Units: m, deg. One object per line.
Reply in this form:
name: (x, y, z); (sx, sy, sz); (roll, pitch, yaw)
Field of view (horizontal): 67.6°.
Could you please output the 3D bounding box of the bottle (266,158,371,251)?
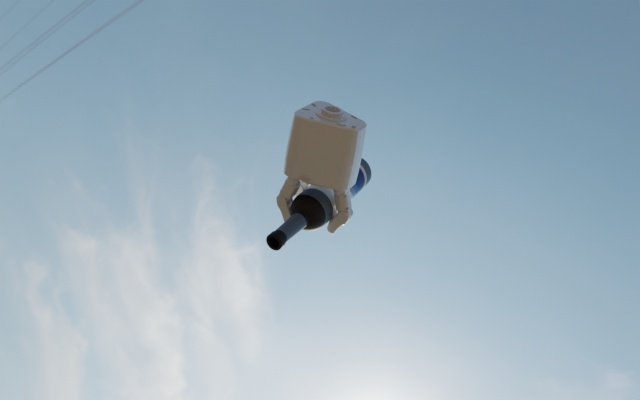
bottle: (0.000, 0.003, 0.815); (0.069, 0.069, 0.295); (0, 24, 31)
